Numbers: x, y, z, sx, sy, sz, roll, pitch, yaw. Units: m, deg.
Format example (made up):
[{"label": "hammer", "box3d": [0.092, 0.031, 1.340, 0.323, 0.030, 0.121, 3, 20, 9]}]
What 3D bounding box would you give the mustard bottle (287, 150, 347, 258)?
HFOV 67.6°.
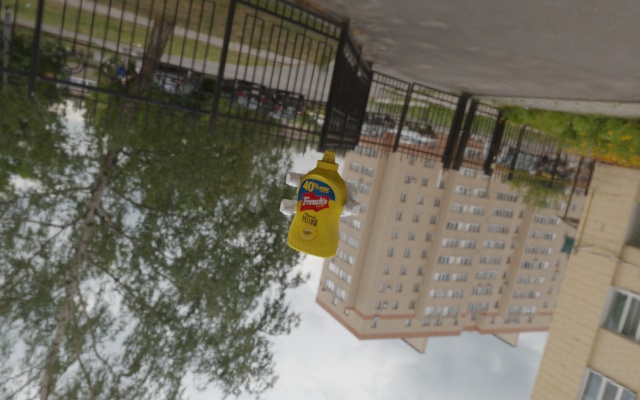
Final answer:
[{"label": "mustard bottle", "box3d": [0.000, 0.003, 0.879, 0.096, 0.191, 0.058, 17, 10, 31]}]
